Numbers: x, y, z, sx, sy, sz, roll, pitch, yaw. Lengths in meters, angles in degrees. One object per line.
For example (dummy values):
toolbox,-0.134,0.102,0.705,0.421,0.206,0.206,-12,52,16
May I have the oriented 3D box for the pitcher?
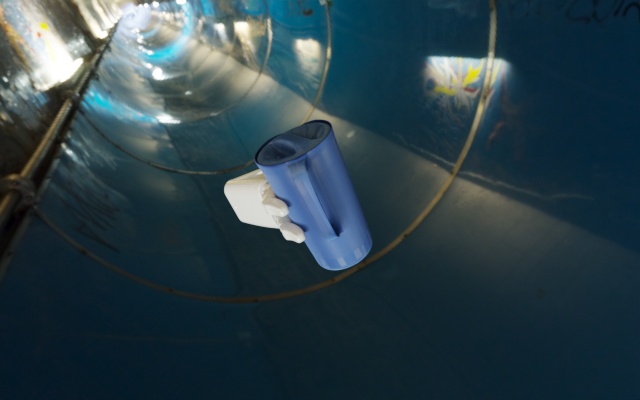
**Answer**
pitcher,0.000,0.003,0.794,0.145,0.243,0.149,4,40,43
